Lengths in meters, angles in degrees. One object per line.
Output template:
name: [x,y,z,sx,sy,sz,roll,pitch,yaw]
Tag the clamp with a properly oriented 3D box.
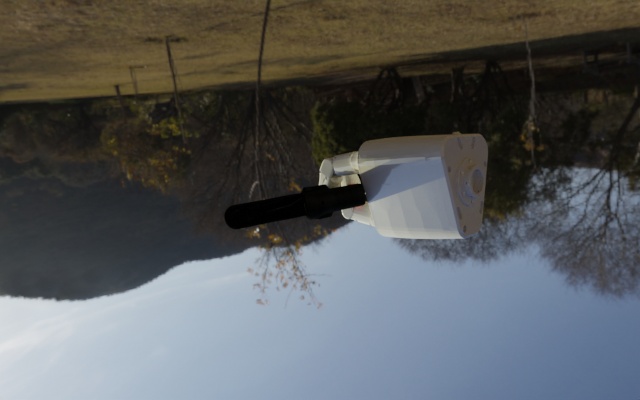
clamp: [0.000,0.002,0.499,0.171,0.039,0.120,-14,9,-43]
